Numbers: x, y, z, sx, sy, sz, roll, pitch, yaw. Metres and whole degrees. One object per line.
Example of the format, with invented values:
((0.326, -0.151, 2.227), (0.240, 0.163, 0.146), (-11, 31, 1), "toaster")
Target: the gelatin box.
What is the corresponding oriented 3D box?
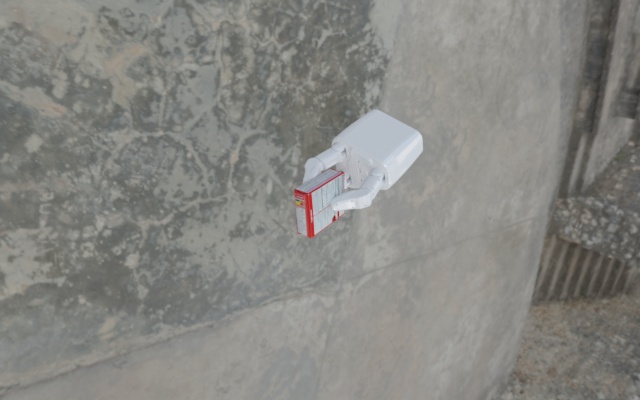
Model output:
((0.000, 0.003, 0.702), (0.030, 0.073, 0.089), (18, 35, 33), "gelatin box")
